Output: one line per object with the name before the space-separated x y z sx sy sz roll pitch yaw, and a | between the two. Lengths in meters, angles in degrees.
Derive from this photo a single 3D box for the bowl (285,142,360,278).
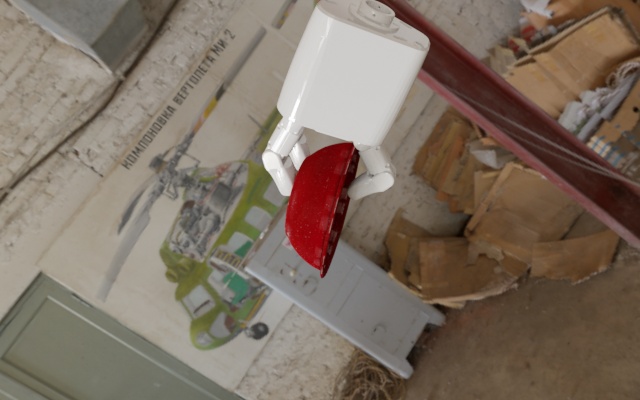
bowl | -0.001 0.003 0.536 0.055 0.162 0.162 15 2 7
